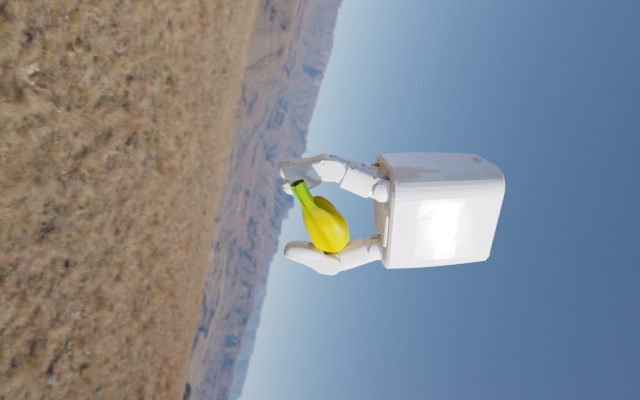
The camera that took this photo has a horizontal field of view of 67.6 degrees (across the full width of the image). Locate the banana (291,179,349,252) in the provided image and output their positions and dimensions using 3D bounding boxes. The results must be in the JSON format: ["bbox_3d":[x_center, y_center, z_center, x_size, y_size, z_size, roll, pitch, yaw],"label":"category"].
[{"bbox_3d":[0.005,0.019,0.488,0.037,0.069,0.198,-17,-5,1],"label":"banana"}]
